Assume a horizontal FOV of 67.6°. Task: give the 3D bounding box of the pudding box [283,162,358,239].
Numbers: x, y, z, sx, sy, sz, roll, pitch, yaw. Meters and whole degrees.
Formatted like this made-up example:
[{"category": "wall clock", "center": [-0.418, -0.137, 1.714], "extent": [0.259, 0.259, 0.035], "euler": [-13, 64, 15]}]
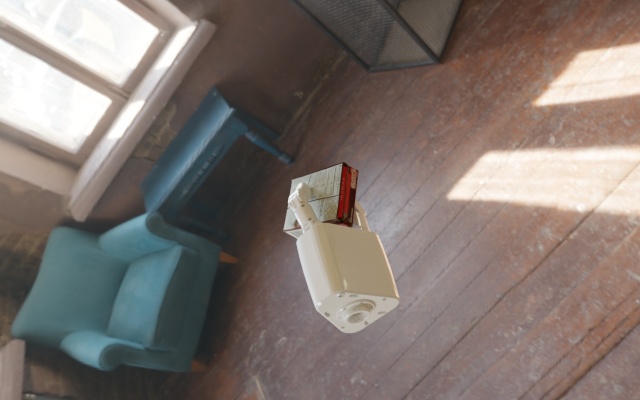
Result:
[{"category": "pudding box", "center": [0.000, 0.002, 0.692], "extent": [0.113, 0.090, 0.039], "euler": [-14, -32, 41]}]
